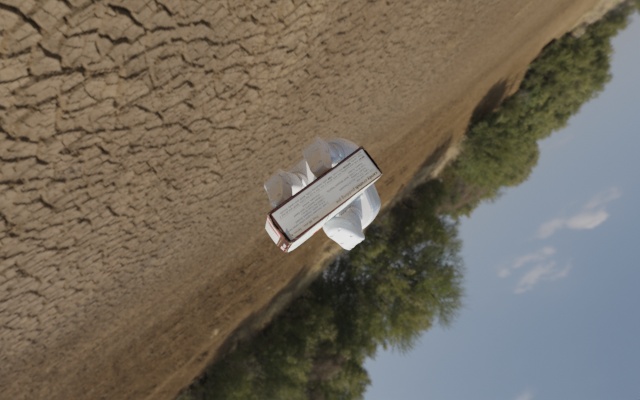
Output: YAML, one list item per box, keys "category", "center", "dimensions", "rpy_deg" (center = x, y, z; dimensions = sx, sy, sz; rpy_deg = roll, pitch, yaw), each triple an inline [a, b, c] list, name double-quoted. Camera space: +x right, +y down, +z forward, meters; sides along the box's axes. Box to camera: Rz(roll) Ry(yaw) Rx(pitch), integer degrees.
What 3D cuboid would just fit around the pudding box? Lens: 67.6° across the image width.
- category: "pudding box"
  center: [0.000, 0.002, 0.472]
  dimensions: [0.113, 0.039, 0.090]
  rpy_deg: [-38, -5, -13]
